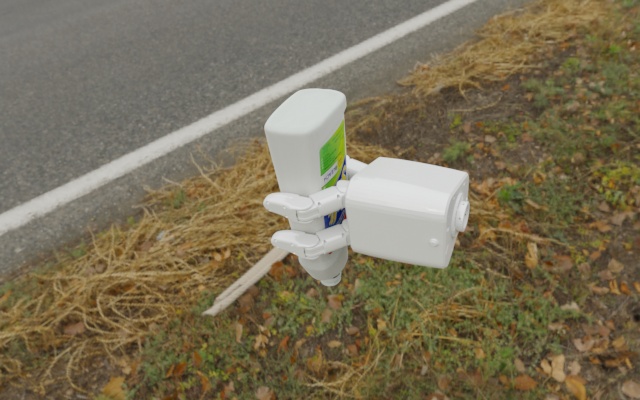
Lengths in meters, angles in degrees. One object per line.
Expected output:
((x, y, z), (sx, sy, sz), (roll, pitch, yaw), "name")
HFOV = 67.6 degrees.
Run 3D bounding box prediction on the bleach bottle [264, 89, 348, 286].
((0.000, 0.002, 0.577), (0.068, 0.251, 0.102), (11, 42, 25), "bleach bottle")
